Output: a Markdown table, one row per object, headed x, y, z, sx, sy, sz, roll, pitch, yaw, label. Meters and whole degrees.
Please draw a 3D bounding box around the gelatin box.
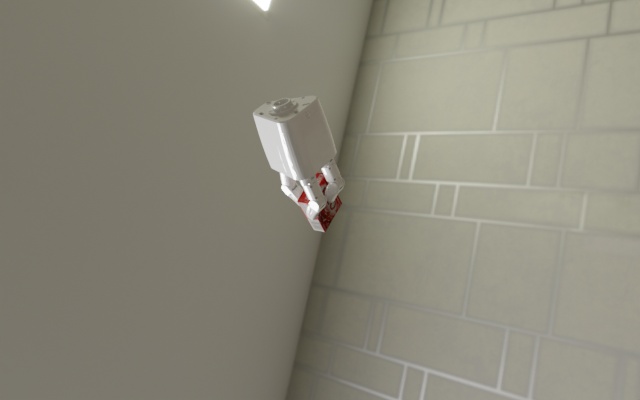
| x | y | z | sx | sy | sz | roll | pitch | yaw | label |
| --- | --- | --- | --- | --- | --- | --- | --- | --- | --- |
| 0.000 | 0.003 | 0.880 | 0.030 | 0.073 | 0.089 | 10 | -35 | 34 | gelatin box |
